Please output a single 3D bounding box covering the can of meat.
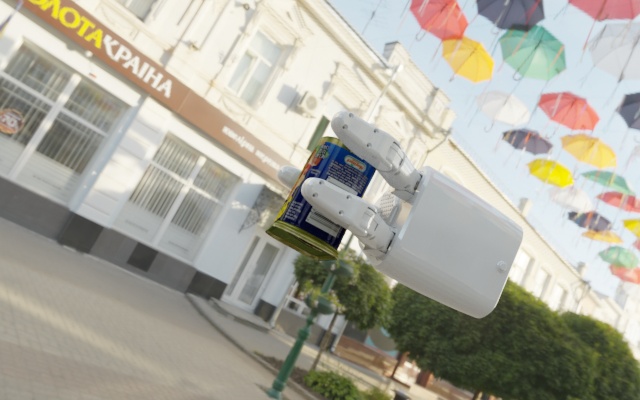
[{"bbox_3d":[0.000,0.001,0.406,0.057,0.084,0.102,29,-12,-6],"label":"can of meat"}]
